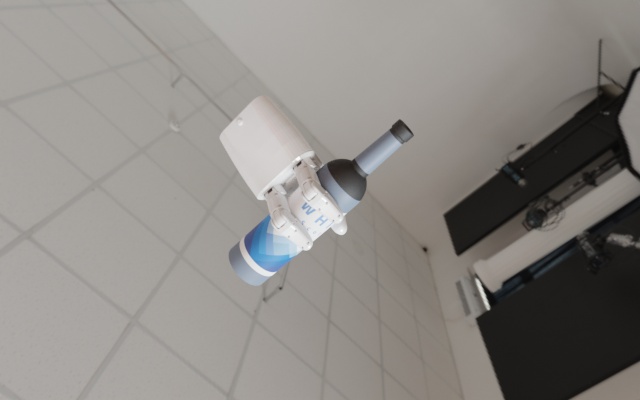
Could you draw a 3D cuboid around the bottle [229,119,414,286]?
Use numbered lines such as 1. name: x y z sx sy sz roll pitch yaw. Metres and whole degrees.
1. bottle: 0.000 0.002 0.628 0.296 0.069 0.069 -41 -16 19
